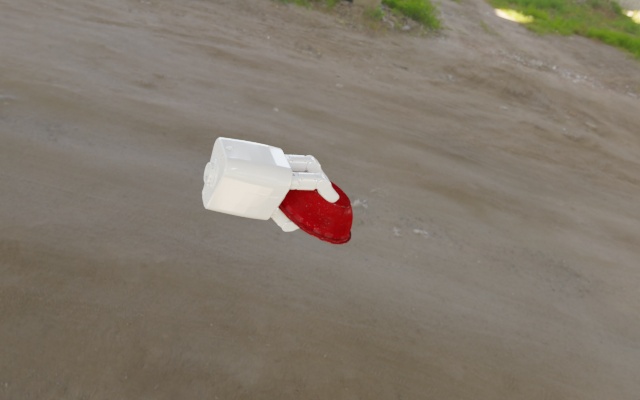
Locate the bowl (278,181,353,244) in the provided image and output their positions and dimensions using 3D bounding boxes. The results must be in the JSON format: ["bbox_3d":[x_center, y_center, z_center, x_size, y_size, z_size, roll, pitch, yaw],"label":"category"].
[{"bbox_3d":[0.001,0.003,0.833,0.162,0.055,0.162,30,22,-13],"label":"bowl"}]
